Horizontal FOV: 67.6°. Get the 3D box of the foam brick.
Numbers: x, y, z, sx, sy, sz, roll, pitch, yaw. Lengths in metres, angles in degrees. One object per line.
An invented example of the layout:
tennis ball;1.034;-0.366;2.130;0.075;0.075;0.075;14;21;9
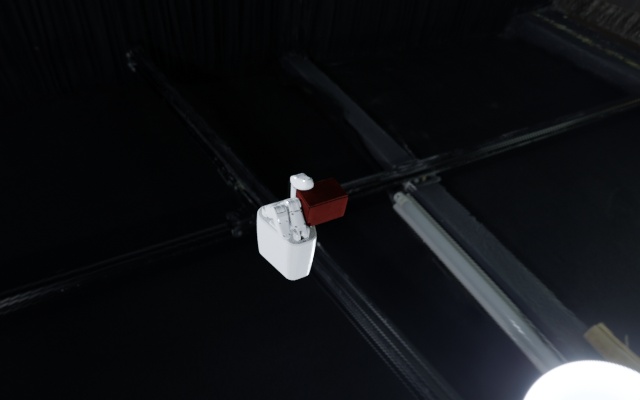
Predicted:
foam brick;0.000;0.003;0.836;0.078;0.051;0.053;-17;49;-23
